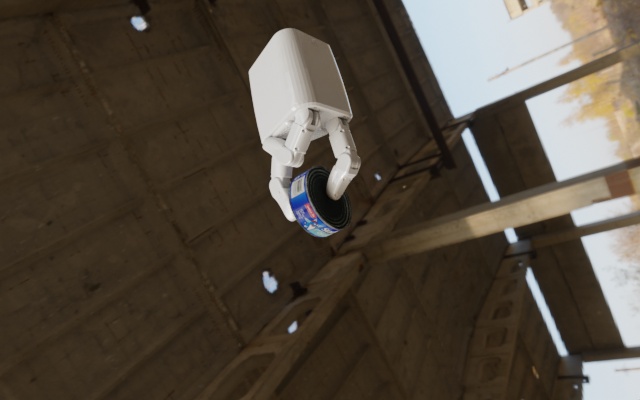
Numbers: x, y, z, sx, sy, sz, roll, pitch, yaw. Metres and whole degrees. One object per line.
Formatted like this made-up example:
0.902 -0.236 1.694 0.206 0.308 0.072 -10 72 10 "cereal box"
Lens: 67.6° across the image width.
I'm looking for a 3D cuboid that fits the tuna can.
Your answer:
0.000 0.002 0.596 0.034 0.086 0.086 -27 -16 33 "tuna can"
